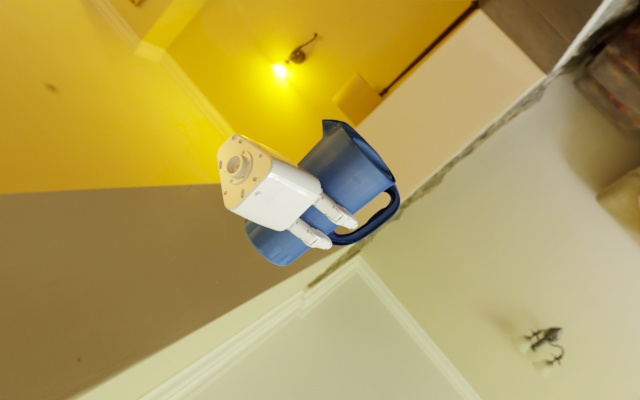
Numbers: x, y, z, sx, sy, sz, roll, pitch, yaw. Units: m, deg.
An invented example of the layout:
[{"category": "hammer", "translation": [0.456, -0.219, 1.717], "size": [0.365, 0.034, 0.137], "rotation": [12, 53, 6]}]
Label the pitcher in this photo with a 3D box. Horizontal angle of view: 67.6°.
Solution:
[{"category": "pitcher", "translation": [0.000, 0.002, 0.779], "size": [0.243, 0.149, 0.145], "rotation": [-42, -35, 16]}]
